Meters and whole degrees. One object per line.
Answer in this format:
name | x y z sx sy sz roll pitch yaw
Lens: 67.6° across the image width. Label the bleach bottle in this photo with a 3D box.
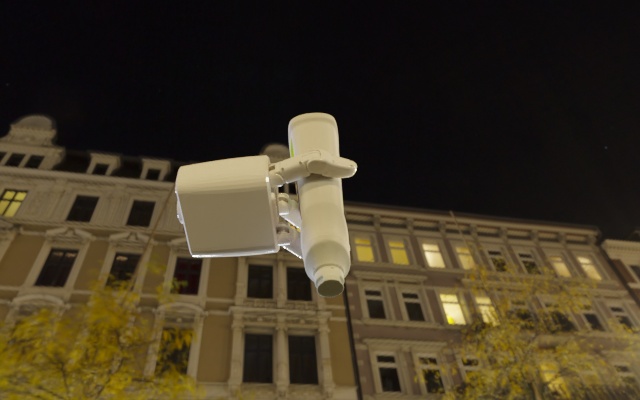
bleach bottle | 0.000 0.002 0.578 0.068 0.103 0.250 -6 42 -1
